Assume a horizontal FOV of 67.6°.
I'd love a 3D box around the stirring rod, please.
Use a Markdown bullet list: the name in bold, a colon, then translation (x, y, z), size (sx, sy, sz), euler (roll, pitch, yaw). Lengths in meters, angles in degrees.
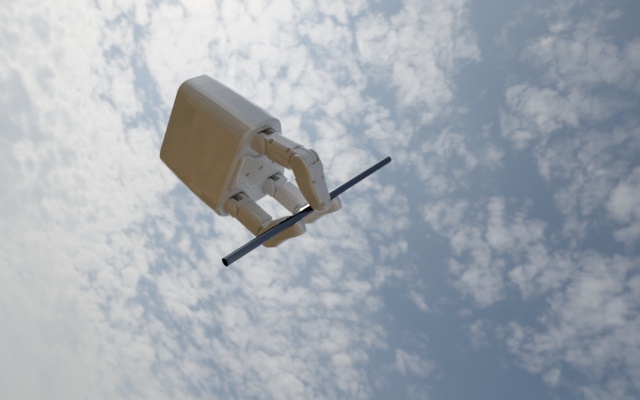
- **stirring rod**: translation (0.000, 0.001, 0.463), size (0.011, 0.011, 0.239), euler (0, 24, 44)
